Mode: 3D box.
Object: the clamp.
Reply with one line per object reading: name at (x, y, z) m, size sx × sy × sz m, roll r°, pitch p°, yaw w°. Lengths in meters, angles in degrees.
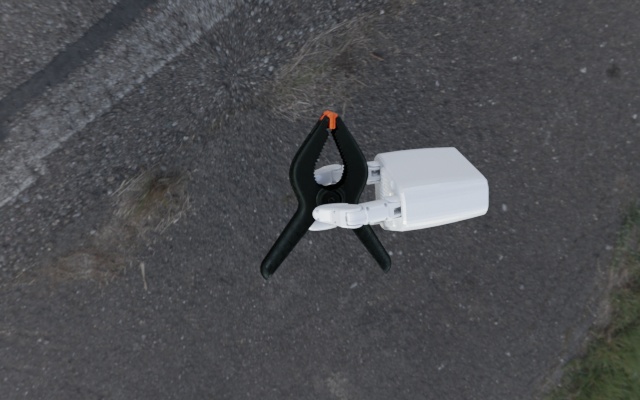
clamp at (0.000, 0.002, 0.571) m, size 0.164 × 0.210 × 0.036 m, roll -9°, pitch 16°, yaw -9°
